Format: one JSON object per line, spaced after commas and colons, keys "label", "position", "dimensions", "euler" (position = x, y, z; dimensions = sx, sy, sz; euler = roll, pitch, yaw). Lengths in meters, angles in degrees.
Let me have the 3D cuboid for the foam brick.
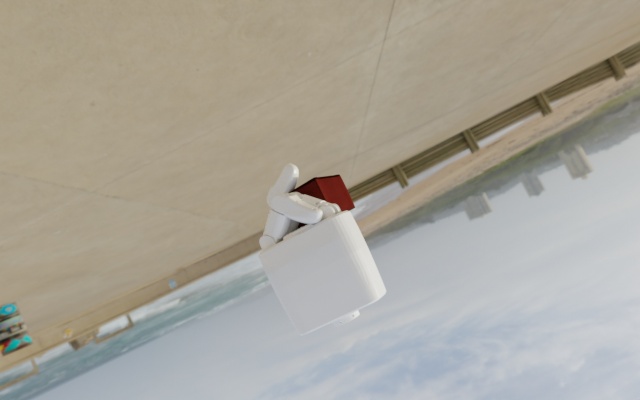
{"label": "foam brick", "position": [0.000, 0.002, 0.616], "dimensions": [0.053, 0.051, 0.078], "euler": [-30, -7, 26]}
